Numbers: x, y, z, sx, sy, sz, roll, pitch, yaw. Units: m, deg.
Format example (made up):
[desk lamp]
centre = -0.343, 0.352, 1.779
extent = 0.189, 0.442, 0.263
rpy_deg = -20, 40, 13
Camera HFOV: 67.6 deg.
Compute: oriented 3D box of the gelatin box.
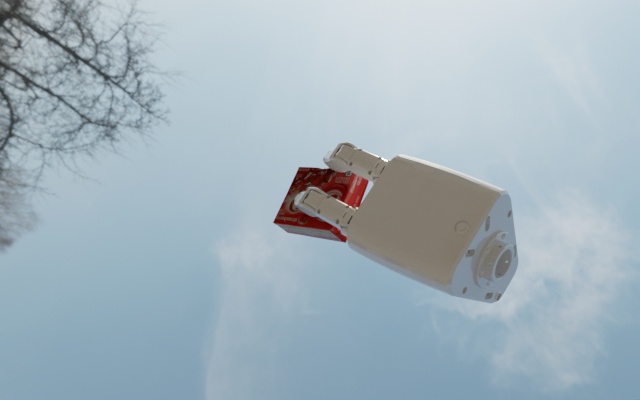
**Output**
[gelatin box]
centre = 0.000, 0.002, 0.510
extent = 0.089, 0.073, 0.030
rpy_deg = 5, -26, 43
